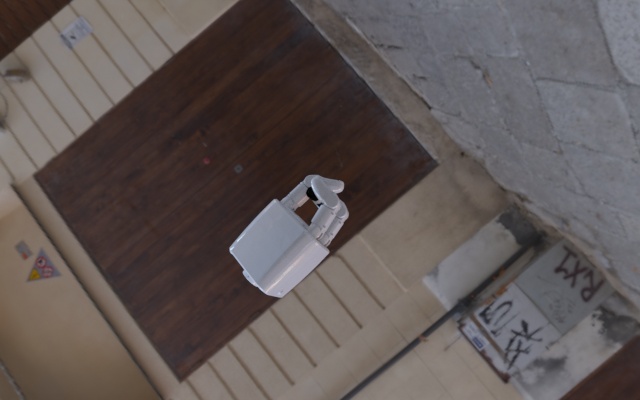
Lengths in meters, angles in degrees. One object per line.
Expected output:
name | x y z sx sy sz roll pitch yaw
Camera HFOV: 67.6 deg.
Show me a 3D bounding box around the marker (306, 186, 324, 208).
marker | 0.000 0.002 0.764 0.020 0.020 0.121 0 -15 14
